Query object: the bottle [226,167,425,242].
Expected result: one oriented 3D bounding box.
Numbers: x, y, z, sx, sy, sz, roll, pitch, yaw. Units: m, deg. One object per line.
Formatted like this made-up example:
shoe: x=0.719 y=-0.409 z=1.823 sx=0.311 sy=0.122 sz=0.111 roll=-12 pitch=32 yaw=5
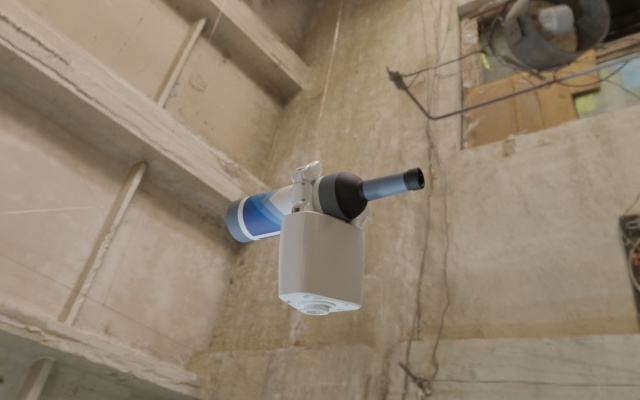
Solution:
bottle: x=0.000 y=0.002 z=0.658 sx=0.296 sy=0.069 sz=0.069 roll=-14 pitch=-7 yaw=31
